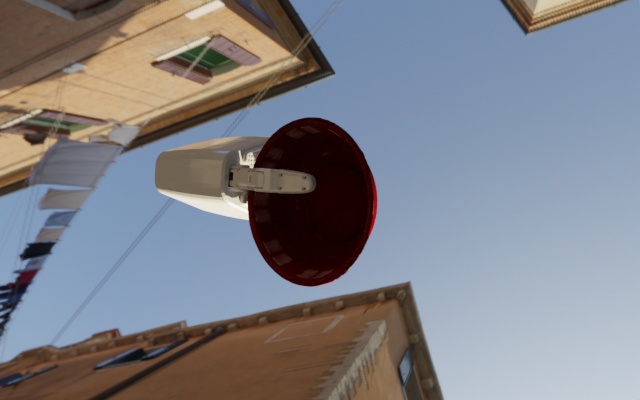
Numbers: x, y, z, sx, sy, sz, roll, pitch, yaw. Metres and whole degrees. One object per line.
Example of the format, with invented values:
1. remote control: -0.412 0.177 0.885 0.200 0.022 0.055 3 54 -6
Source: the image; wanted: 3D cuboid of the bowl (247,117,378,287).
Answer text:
1. bowl: 0.001 0.002 0.475 0.162 0.162 0.055 0 -1 41
